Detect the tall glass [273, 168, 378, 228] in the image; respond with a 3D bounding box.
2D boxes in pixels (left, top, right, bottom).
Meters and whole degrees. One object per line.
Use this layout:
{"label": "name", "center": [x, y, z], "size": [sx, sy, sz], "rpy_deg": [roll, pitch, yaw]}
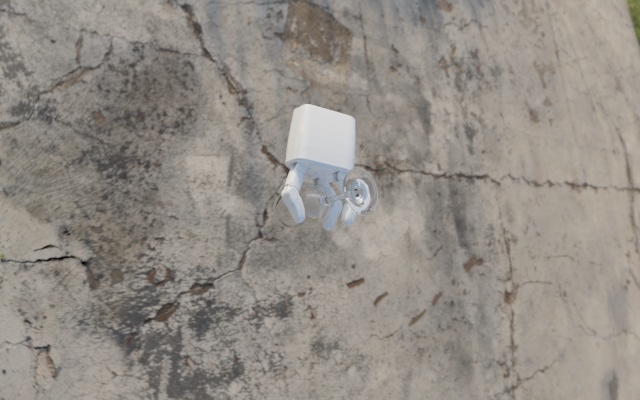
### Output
{"label": "tall glass", "center": [0.000, 0.003, 0.809], "size": [0.079, 0.079, 0.201], "rpy_deg": [0, -10, -40]}
